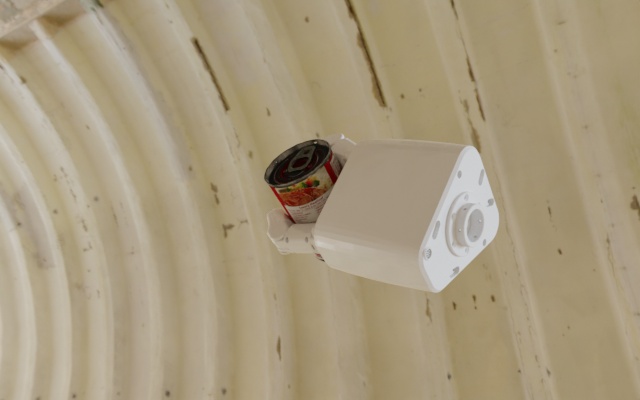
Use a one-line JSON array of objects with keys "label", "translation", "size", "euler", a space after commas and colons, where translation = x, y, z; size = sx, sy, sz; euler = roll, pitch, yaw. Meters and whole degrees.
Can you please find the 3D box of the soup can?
[{"label": "soup can", "translation": [0.000, 0.002, 0.462], "size": [0.068, 0.102, 0.068], "euler": [-21, 32, 14]}]
